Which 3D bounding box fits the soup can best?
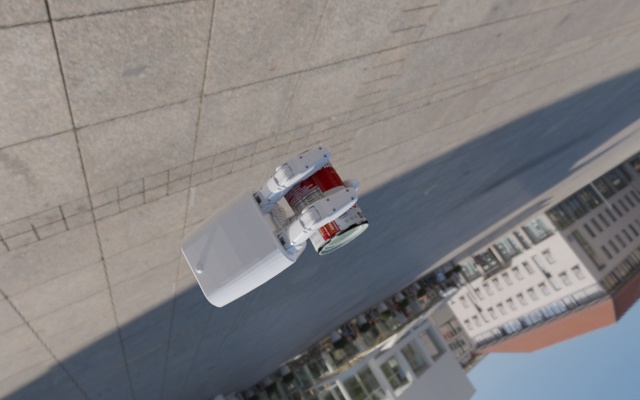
[{"bbox_3d":[0.001,0.002,0.541,0.068,0.102,0.068,-30,-15,-9],"label":"soup can"}]
